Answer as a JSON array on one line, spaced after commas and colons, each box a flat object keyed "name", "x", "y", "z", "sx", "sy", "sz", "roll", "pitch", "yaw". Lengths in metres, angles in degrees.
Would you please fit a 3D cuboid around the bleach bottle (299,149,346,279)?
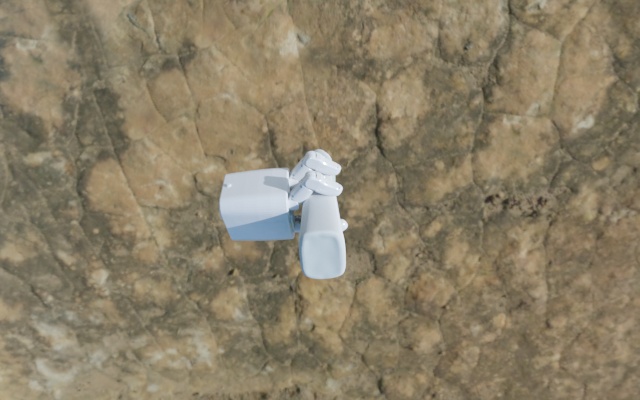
[{"name": "bleach bottle", "x": 0.000, "y": 0.003, "z": 0.786, "sx": 0.068, "sy": 0.103, "sz": 0.250, "roll": -4, "pitch": 39, "yaw": 1}]
